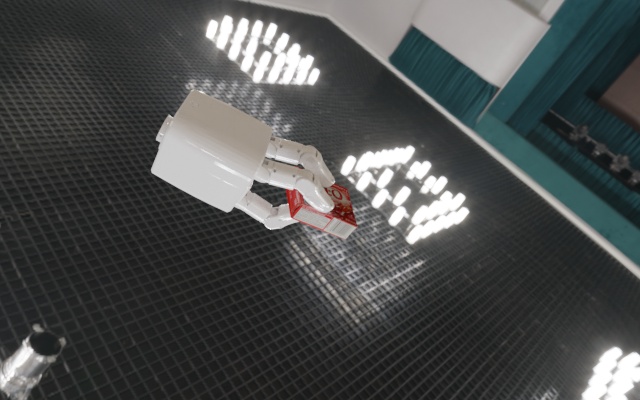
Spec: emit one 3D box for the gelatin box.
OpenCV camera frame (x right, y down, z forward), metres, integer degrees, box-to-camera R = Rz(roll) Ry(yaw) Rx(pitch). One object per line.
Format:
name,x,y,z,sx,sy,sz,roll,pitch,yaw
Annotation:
gelatin box,0.000,0.002,0.610,0.089,0.073,0.030,23,-55,-29
